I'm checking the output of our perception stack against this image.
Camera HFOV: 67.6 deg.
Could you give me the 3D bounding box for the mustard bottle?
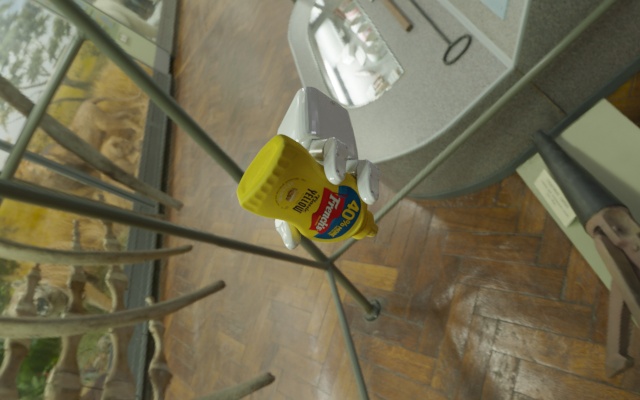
[{"bbox_3d":[0.000,0.002,0.591,0.192,0.096,0.058,28,17,-32],"label":"mustard bottle"}]
